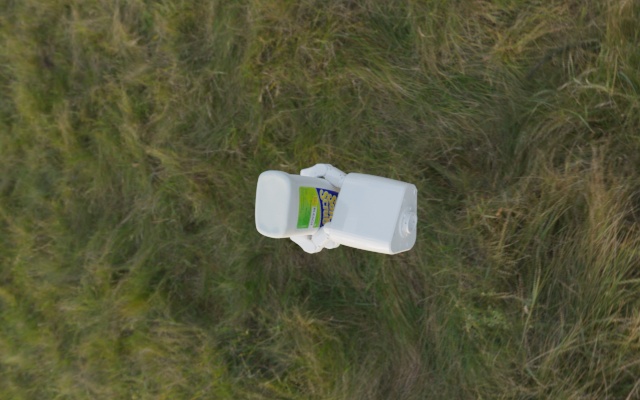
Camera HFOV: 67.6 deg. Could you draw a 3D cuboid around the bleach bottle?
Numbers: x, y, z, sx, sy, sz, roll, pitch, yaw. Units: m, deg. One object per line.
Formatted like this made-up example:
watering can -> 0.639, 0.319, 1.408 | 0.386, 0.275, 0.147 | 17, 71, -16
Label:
bleach bottle -> 0.000, 0.003, 0.799 | 0.068, 0.102, 0.251 | 10, 8, 35
